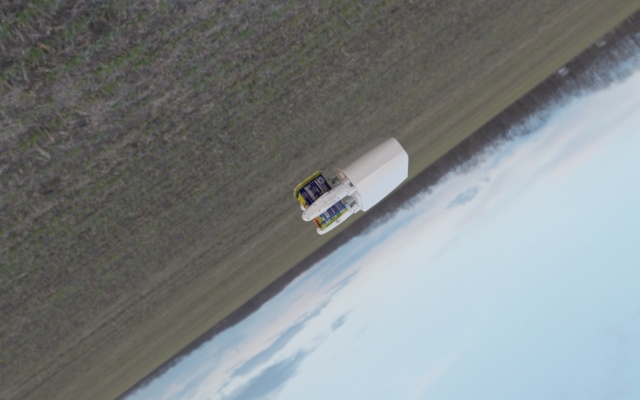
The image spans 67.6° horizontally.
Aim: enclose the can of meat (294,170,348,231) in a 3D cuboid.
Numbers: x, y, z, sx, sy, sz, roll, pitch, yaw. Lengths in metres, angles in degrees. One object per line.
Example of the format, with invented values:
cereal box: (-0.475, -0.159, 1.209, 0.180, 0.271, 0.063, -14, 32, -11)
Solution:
can of meat: (0.000, 0.003, 0.841, 0.057, 0.084, 0.102, -36, -5, -9)
